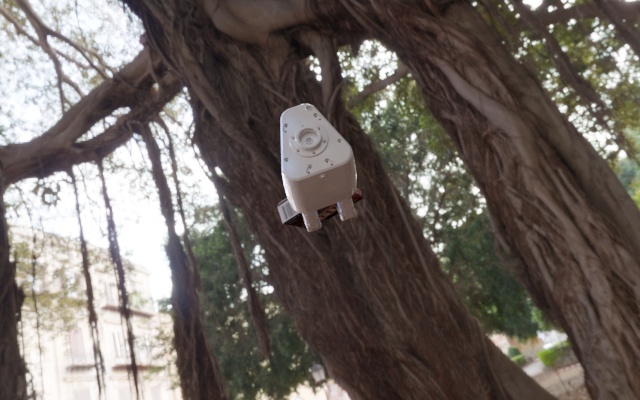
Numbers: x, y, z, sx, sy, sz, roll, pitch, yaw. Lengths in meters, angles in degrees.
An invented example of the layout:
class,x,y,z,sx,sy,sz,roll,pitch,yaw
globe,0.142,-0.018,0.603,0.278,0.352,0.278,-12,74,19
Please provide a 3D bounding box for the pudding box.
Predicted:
class,x,y,z,sx,sy,sz,roll,pitch,yaw
pudding box,0.000,0.002,0.769,0.113,0.039,0.090,-30,-24,23
